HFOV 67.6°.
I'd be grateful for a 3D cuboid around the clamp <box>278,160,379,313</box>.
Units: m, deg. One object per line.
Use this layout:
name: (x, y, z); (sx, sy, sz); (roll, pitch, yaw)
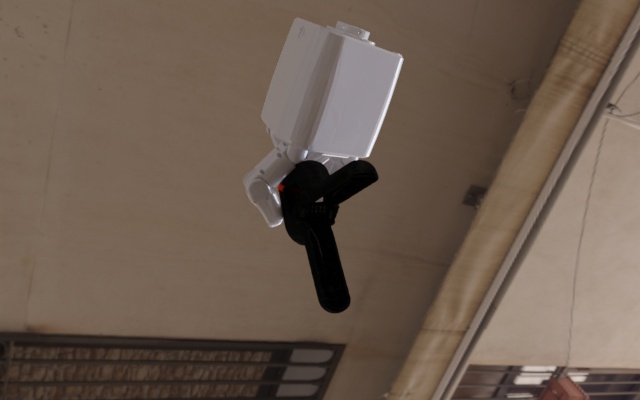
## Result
clamp: (0.001, 0.001, 0.416); (0.039, 0.120, 0.171); (11, 21, -27)
